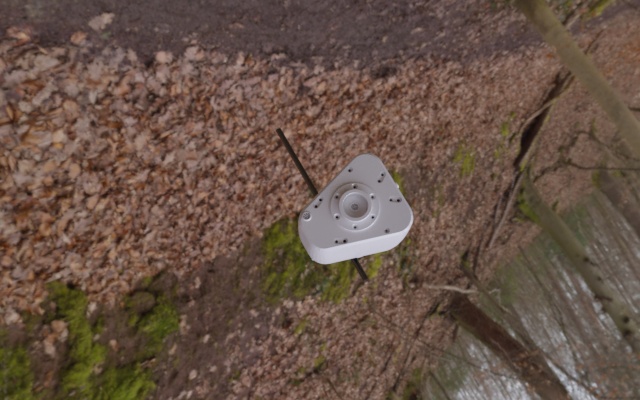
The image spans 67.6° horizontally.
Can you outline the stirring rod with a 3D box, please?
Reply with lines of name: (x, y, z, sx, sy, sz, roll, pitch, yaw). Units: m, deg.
stirring rod: (0.000, 0.002, 0.651, 0.011, 0.239, 0.011, -29, -11, -6)
